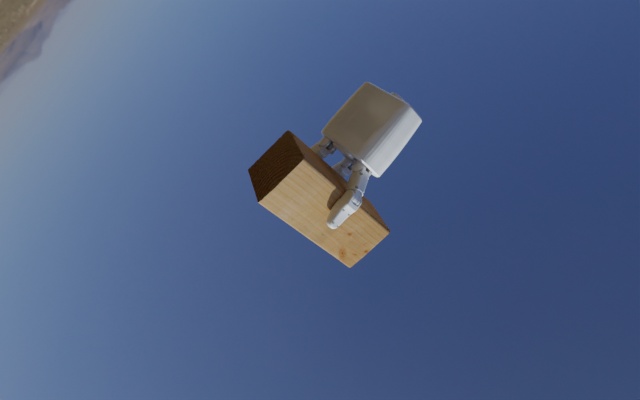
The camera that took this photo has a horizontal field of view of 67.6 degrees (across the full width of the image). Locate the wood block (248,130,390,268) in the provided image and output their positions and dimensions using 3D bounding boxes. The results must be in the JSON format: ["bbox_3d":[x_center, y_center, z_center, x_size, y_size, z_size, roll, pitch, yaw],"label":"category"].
[{"bbox_3d":[0.001,0.002,0.720,0.206,0.090,0.090,39,14,-35],"label":"wood block"}]
